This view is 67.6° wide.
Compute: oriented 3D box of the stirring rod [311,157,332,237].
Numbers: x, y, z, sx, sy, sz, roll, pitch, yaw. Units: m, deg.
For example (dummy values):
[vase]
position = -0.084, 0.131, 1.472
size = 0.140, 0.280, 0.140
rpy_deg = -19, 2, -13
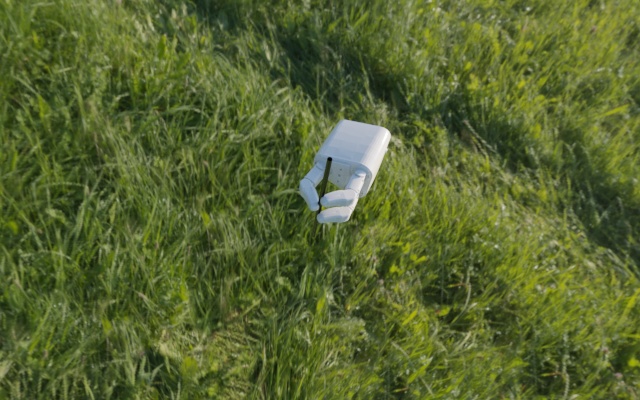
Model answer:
[stirring rod]
position = 0.000, 0.003, 0.806
size = 0.011, 0.011, 0.240
rpy_deg = 0, -32, -8
